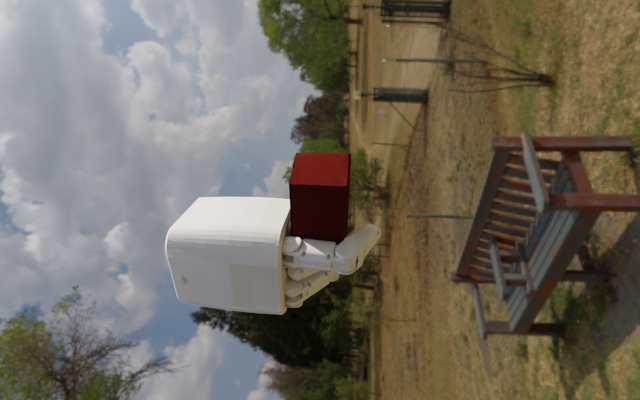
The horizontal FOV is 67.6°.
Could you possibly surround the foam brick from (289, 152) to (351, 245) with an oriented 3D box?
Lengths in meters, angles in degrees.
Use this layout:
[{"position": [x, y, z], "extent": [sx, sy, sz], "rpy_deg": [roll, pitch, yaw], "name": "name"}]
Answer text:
[{"position": [0.000, 0.001, 0.437], "extent": [0.051, 0.078, 0.053], "rpy_deg": [4, 38, 4], "name": "foam brick"}]
